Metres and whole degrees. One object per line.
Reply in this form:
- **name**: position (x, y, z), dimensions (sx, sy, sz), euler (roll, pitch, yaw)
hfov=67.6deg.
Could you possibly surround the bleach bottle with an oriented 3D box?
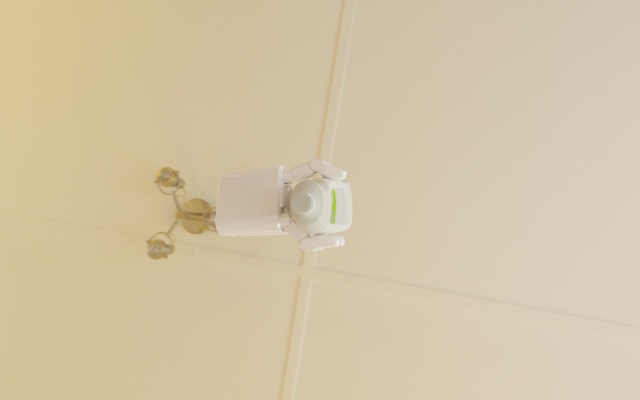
- **bleach bottle**: position (0.000, 0.003, 0.756), dimensions (0.068, 0.102, 0.251), euler (-5, -5, 12)
